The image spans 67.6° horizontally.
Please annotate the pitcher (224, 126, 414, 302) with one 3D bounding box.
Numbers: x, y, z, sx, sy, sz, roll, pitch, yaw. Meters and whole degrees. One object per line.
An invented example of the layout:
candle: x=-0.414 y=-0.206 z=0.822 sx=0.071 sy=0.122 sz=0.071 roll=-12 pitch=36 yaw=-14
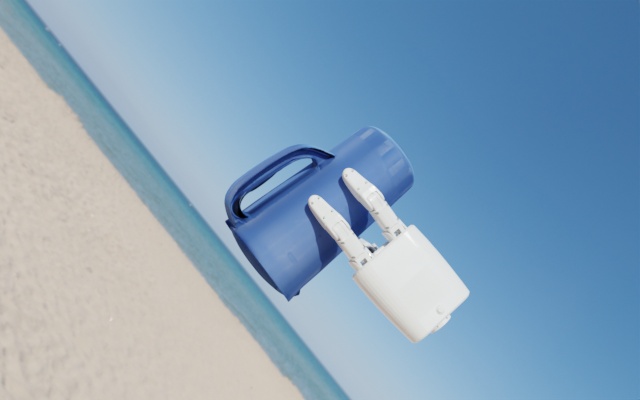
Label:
pitcher: x=0.000 y=0.002 z=0.633 sx=0.243 sy=0.145 sz=0.149 roll=-39 pitch=-13 yaw=-12
